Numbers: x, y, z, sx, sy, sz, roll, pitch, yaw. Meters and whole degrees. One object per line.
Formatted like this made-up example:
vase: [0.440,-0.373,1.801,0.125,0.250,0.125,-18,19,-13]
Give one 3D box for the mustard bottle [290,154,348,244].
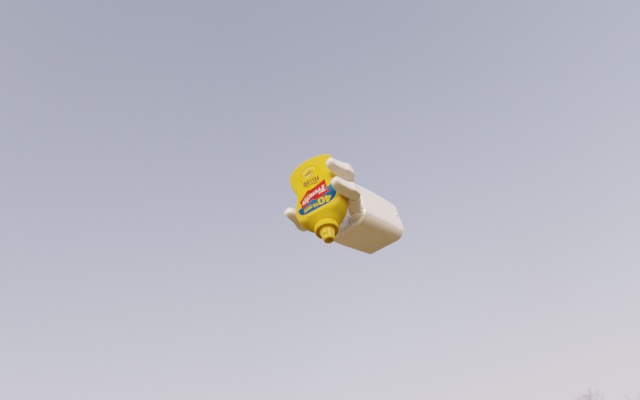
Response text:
mustard bottle: [0.000,0.002,0.857,0.096,0.191,0.058,-27,-48,13]
